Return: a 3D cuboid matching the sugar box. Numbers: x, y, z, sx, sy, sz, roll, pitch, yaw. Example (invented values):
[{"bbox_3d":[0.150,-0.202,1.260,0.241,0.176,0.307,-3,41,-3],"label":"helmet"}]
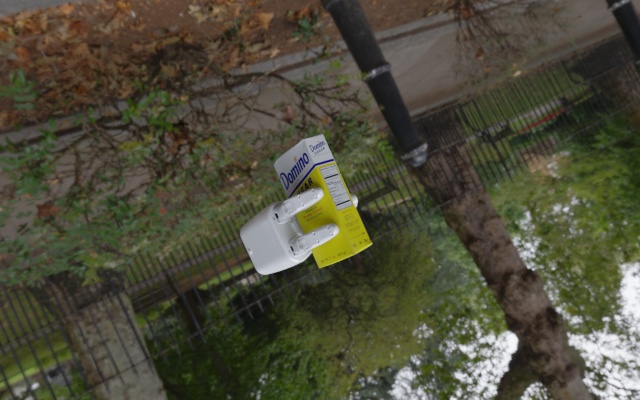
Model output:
[{"bbox_3d":[0.000,0.003,0.696,0.048,0.176,0.093,-23,-5,-40],"label":"sugar box"}]
